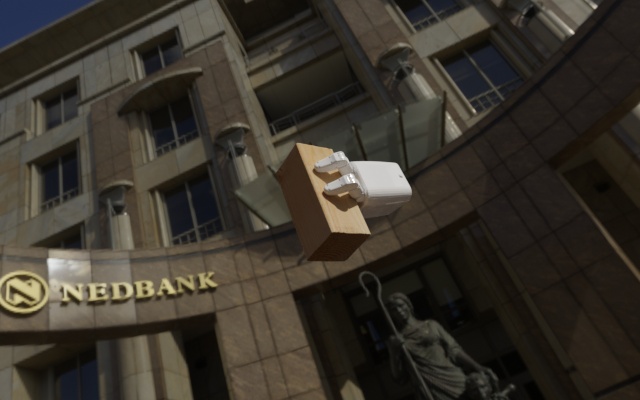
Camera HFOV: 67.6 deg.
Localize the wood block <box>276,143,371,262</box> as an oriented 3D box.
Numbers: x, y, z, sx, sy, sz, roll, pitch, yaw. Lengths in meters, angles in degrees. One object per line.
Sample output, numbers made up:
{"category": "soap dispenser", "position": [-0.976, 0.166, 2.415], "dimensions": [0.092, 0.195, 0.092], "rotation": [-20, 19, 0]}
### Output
{"category": "wood block", "position": [0.000, 0.003, 0.890], "dimensions": [0.090, 0.206, 0.091], "rotation": [6, -42, -35]}
